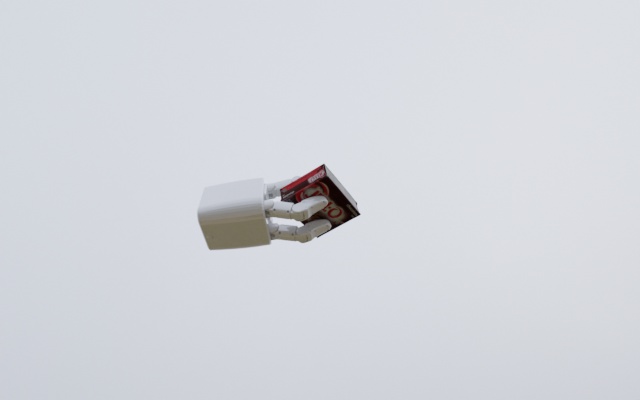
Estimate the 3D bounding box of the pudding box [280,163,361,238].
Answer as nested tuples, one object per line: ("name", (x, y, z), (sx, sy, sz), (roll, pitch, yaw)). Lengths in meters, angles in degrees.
("pudding box", (0.000, 0.003, 0.793), (0.090, 0.039, 0.113), (-29, -48, 18))
